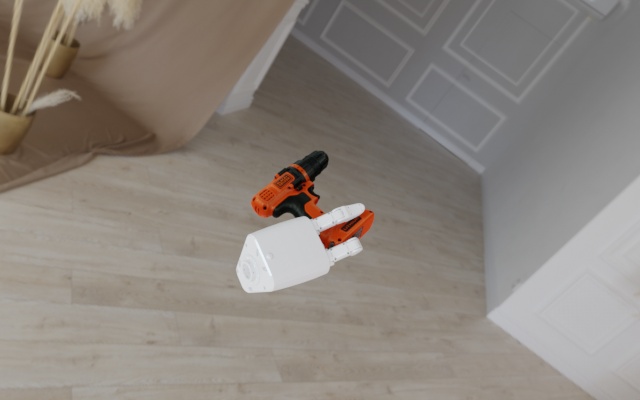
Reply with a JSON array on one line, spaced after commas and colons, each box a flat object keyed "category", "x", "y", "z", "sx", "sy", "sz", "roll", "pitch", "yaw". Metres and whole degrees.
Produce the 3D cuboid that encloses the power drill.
[{"category": "power drill", "x": 0.000, "y": 0.003, "z": 0.847, "sx": 0.187, "sy": 0.057, "sz": 0.184, "roll": 35, "pitch": 59, "yaw": 22}]
